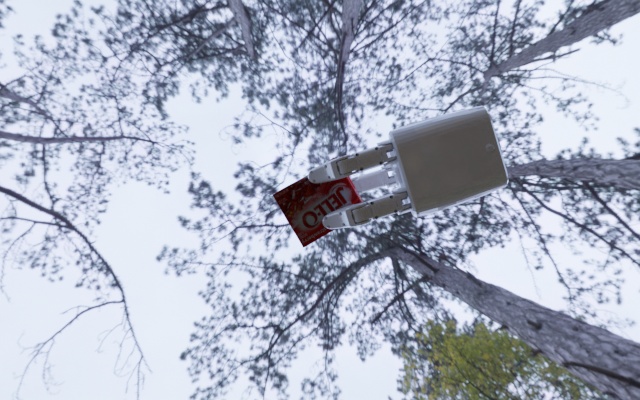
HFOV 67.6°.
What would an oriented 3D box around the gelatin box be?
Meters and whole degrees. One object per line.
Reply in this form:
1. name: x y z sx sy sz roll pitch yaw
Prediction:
1. gelatin box: 0.000 0.002 0.565 0.089 0.073 0.030 -30 1 10
